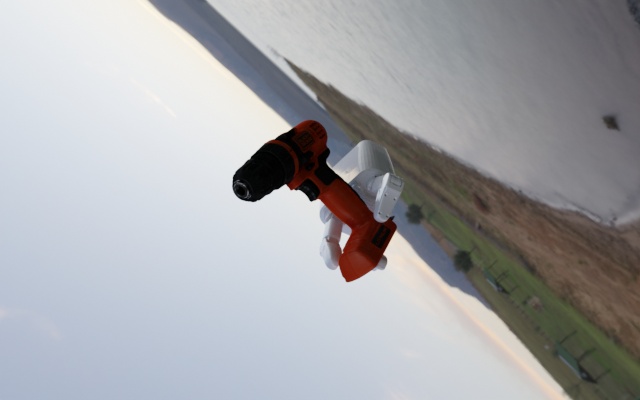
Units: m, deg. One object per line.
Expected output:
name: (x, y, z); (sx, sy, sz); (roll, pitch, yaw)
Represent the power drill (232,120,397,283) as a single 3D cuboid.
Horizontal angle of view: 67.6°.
power drill: (0.000, 0.002, 0.561); (0.057, 0.187, 0.184); (-35, 8, 37)
